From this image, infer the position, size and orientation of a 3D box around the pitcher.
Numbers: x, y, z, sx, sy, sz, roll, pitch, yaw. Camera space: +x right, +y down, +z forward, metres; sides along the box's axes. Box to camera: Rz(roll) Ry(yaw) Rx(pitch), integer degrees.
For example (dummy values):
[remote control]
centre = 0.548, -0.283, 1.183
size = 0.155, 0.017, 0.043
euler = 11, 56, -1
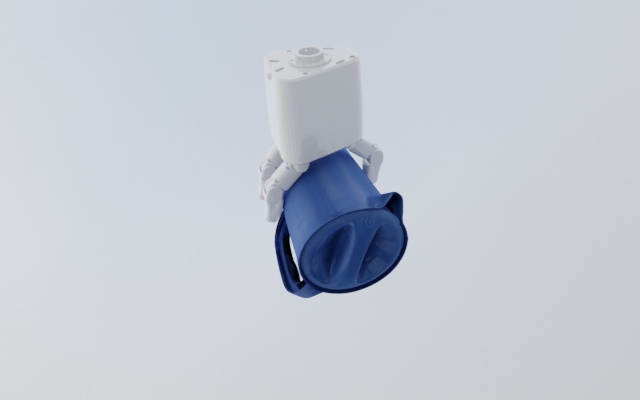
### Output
[pitcher]
centre = 0.000, 0.002, 0.637
size = 0.149, 0.145, 0.242
euler = -13, 39, -10
